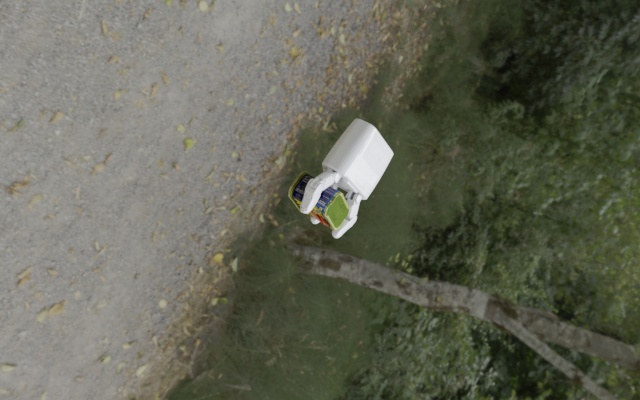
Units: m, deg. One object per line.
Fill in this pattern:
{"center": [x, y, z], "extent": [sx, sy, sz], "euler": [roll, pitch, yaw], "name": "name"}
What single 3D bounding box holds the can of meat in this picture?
{"center": [0.000, 0.003, 0.868], "extent": [0.084, 0.057, 0.102], "euler": [29, -14, 25], "name": "can of meat"}
